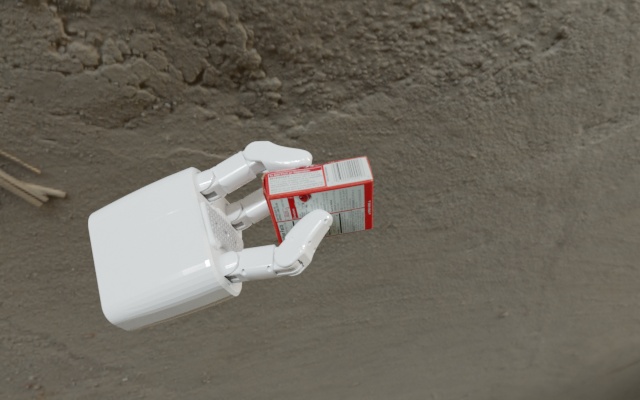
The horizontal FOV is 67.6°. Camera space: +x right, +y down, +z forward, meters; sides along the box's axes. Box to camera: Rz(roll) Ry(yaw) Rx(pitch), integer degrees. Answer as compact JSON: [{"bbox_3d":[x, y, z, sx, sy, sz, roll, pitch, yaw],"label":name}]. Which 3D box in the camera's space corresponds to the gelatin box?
[{"bbox_3d":[0.000,0.002,0.412,0.089,0.030,0.073,-10,-36,-1],"label":"gelatin box"}]
